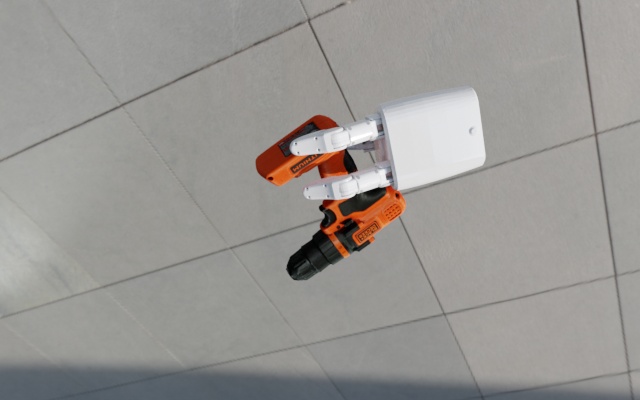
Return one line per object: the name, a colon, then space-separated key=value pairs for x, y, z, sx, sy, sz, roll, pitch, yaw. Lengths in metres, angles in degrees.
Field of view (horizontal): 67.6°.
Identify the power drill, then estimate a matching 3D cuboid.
power drill: x=0.000 y=0.002 z=0.598 sx=0.184 sy=0.188 sz=0.057 roll=-37 pitch=39 yaw=-1
